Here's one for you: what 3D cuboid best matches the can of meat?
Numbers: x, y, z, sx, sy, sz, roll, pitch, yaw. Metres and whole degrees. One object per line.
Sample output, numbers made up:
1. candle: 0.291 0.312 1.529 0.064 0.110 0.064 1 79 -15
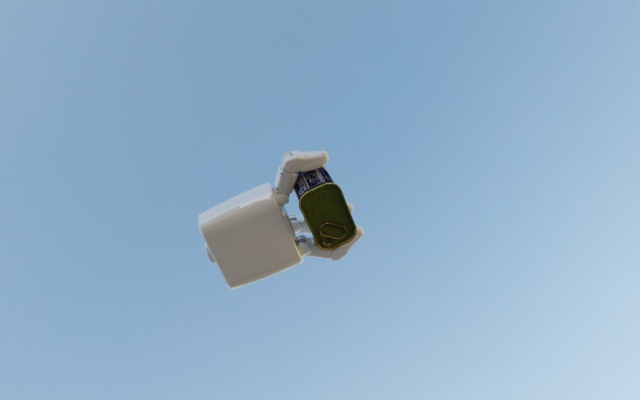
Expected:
1. can of meat: 0.000 0.002 0.643 0.057 0.102 0.084 -25 35 -2
